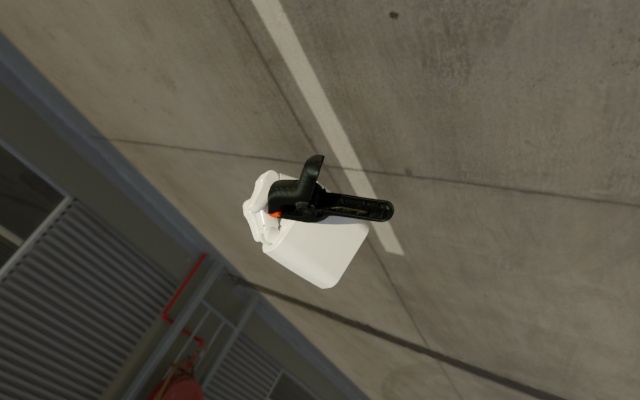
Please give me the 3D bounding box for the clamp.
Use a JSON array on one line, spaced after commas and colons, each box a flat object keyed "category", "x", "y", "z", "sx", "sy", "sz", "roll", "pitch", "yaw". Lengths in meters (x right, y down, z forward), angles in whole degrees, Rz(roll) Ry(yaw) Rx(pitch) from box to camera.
[{"category": "clamp", "x": 0.000, "y": 0.002, "z": 0.558, "sx": 0.120, "sy": 0.039, "sz": 0.171, "roll": 34, "pitch": -24, "yaw": -20}]
